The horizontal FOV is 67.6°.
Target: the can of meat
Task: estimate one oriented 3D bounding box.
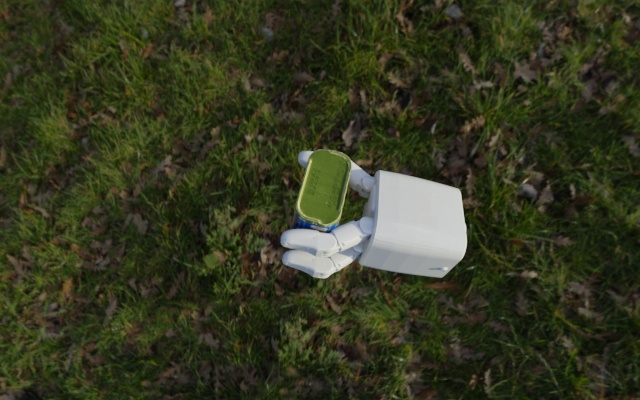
[{"bbox_3d":[0.000,0.002,0.564,0.057,0.102,0.084,14,-29,0],"label":"can of meat"}]
